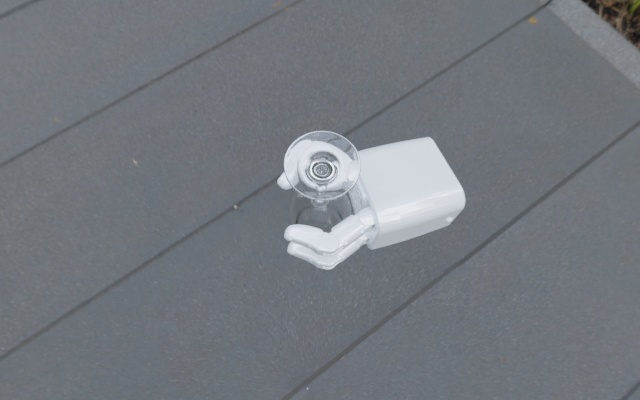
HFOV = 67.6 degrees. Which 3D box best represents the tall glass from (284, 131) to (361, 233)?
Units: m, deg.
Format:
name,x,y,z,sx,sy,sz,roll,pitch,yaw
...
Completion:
name,x,y,z,sx,sy,sz,roll,pitch,yaw
tall glass,0.000,0.002,0.548,0.079,0.079,0.201,0,-21,-2
